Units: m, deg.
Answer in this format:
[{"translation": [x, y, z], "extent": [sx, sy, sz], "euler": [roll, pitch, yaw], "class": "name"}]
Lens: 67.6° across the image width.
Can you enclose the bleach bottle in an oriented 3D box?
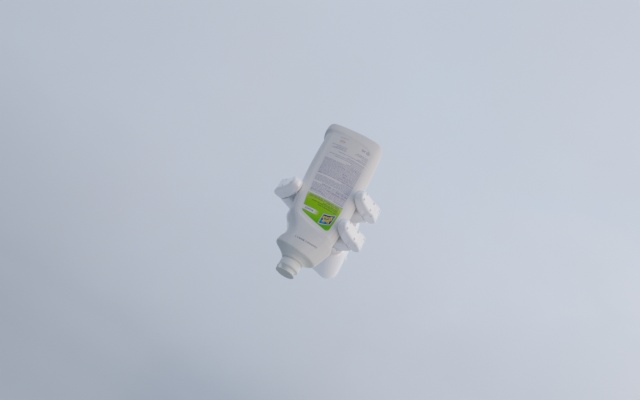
[{"translation": [0.000, 0.002, 0.719], "extent": [0.102, 0.250, 0.068], "euler": [26, -28, 10], "class": "bleach bottle"}]
